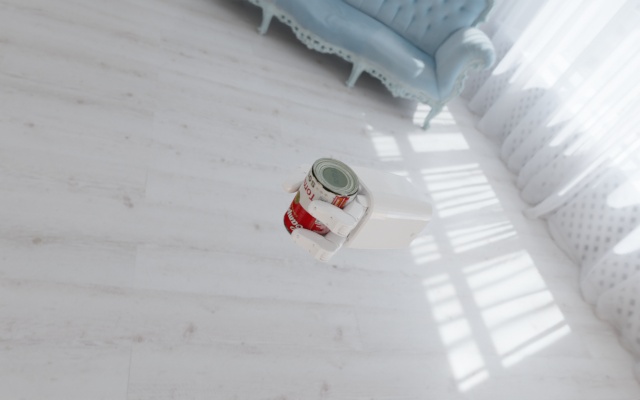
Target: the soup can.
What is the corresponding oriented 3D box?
[{"bbox_3d":[0.000,0.002,0.633,0.068,0.068,0.102,0,-41,-33],"label":"soup can"}]
